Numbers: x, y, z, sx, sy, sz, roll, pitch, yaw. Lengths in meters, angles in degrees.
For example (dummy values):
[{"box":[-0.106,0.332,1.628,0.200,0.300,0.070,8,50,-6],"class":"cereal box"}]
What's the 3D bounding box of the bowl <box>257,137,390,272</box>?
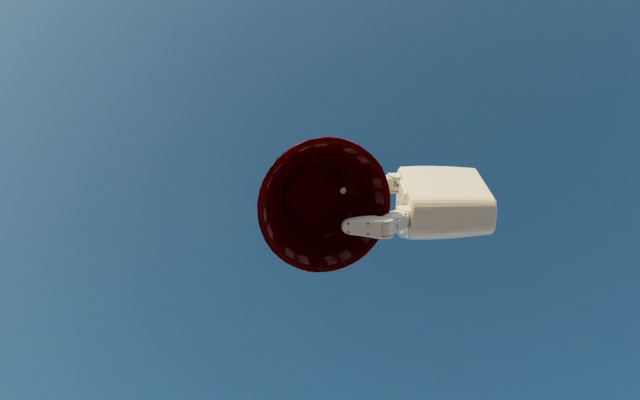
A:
[{"box":[-0.001,0.002,0.577,0.162,0.162,0.055,0,13,-16],"class":"bowl"}]
